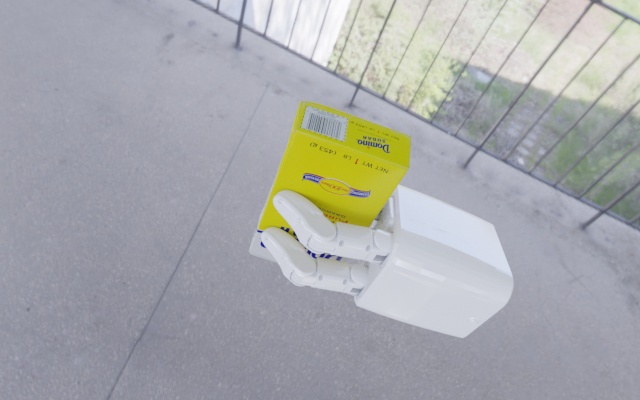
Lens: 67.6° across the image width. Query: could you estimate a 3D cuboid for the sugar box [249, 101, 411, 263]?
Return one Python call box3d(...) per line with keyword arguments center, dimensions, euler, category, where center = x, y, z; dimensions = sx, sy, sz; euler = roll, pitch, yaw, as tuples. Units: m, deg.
box3d(center=(0.000, 0.002, 0.423), dimensions=(0.093, 0.048, 0.176), euler=(18, -44, -6), category="sugar box")
